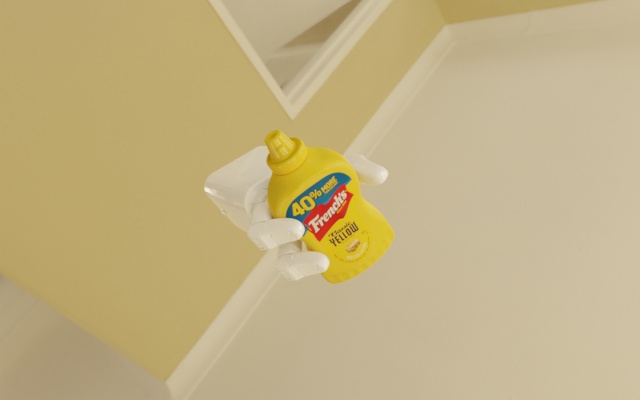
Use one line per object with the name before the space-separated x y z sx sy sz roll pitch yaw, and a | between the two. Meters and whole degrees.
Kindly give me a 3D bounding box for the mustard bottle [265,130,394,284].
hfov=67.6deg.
mustard bottle | 0.000 0.002 0.502 0.096 0.192 0.058 -36 36 0
